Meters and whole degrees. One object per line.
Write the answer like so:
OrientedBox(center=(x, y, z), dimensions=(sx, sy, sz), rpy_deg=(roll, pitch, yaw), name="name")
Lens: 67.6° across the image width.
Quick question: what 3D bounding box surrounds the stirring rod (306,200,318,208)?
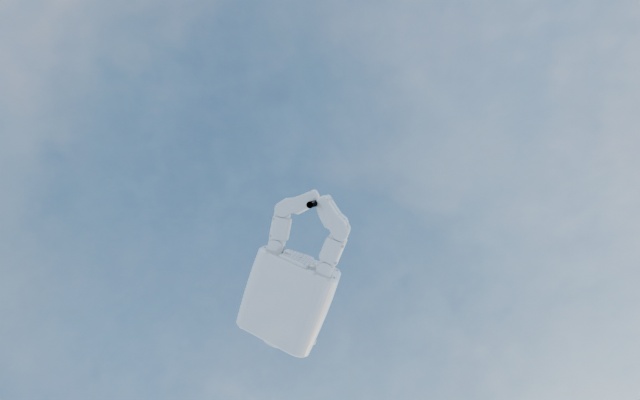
OrientedBox(center=(0.000, 0.002, 0.655), dimensions=(0.011, 0.011, 0.239), rpy_deg=(0, 1, 6), name="stirring rod")
